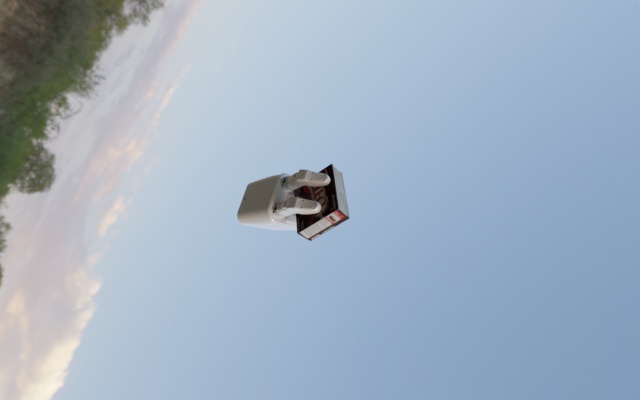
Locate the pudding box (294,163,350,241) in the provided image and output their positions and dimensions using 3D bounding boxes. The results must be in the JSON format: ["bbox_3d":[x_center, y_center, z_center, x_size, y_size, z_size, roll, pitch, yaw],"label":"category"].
[{"bbox_3d":[0.000,0.003,0.831,0.090,0.113,0.039,-33,-47,25],"label":"pudding box"}]
